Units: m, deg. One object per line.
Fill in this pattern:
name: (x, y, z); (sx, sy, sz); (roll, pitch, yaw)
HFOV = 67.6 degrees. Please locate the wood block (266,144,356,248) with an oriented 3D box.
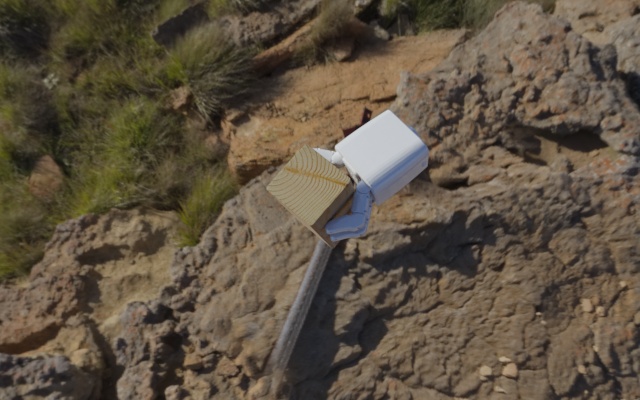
wood block: (0.000, 0.002, 0.768); (0.091, 0.090, 0.206); (40, -5, 17)
